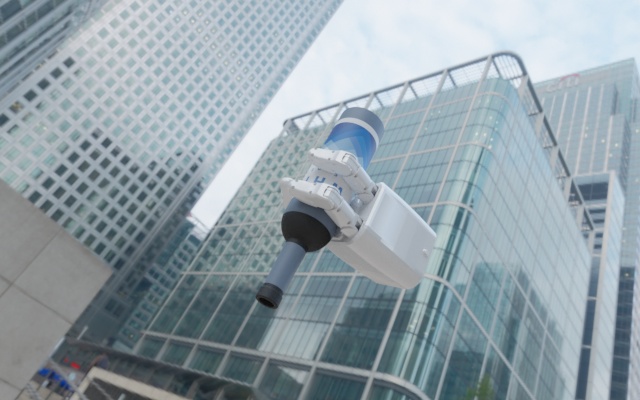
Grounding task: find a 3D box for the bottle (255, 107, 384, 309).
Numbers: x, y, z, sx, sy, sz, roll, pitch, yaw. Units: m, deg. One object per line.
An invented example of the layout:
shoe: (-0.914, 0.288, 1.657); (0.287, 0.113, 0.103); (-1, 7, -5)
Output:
bottle: (0.000, 0.002, 0.597); (0.069, 0.295, 0.069); (20, -34, 14)
